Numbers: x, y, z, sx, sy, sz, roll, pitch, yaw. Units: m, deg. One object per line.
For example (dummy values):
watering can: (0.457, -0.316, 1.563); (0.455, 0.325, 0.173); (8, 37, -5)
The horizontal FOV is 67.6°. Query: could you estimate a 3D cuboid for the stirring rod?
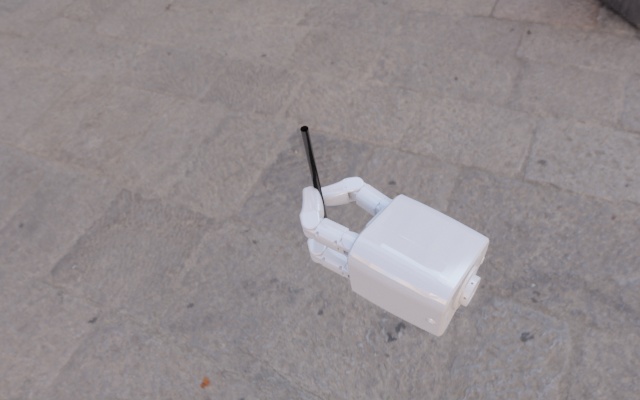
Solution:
stirring rod: (0.000, 0.002, 0.549); (0.011, 0.011, 0.240); (0, -35, 9)
